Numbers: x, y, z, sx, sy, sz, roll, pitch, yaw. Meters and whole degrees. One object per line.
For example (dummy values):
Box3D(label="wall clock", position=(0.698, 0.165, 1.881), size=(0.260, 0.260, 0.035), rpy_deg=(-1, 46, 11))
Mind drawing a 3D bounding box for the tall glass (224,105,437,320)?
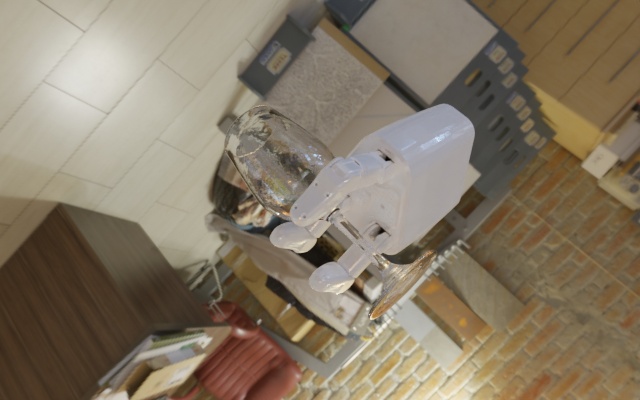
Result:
Box3D(label="tall glass", position=(0.000, 0.002, 0.408), size=(0.201, 0.079, 0.079), rpy_deg=(45, 20, 22))
